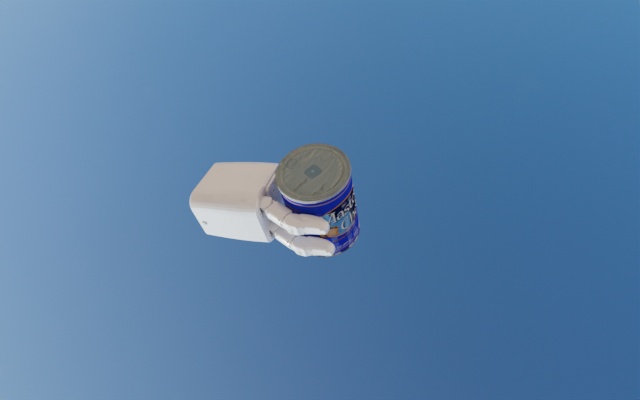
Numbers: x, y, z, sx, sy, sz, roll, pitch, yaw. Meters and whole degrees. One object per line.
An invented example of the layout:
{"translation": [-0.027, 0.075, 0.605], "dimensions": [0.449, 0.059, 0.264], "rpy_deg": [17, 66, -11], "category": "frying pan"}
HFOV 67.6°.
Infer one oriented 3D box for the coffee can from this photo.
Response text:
{"translation": [0.000, 0.002, 0.690], "dimensions": [0.103, 0.102, 0.140], "rpy_deg": [0, -37, 11], "category": "coffee can"}
